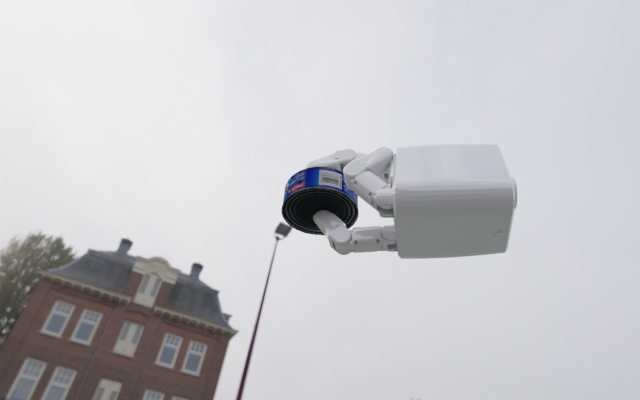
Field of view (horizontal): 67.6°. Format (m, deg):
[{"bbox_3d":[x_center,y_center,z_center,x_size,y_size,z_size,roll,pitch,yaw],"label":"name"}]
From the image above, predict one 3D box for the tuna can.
[{"bbox_3d":[0.000,0.001,0.538,0.086,0.033,0.086,2,-39,2],"label":"tuna can"}]
